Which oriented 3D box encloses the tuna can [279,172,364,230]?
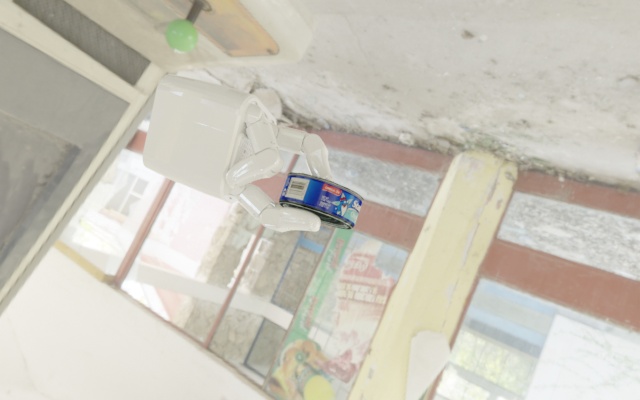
[{"bbox_3d":[0.000,0.002,0.506,0.086,0.033,0.086,19,-9,3],"label":"tuna can"}]
